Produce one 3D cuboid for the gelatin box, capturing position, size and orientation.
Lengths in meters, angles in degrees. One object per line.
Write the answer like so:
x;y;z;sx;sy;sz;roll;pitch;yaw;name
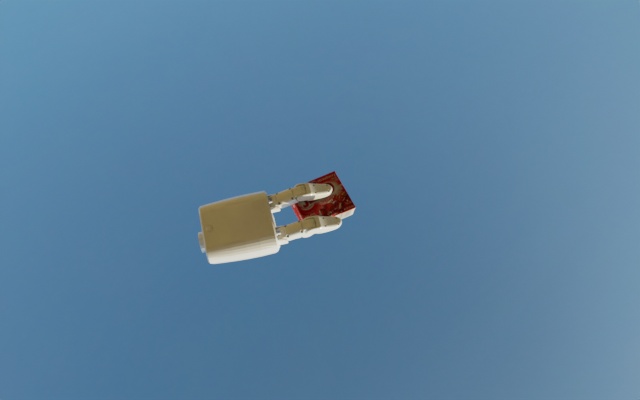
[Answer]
0.000;0.003;0.763;0.089;0.073;0.030;-22;-21;-19;gelatin box
